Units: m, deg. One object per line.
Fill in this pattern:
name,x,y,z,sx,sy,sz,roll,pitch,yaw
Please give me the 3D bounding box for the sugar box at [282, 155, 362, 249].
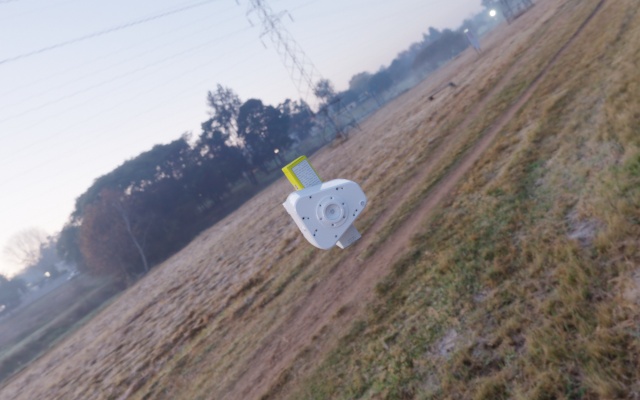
sugar box,0.000,0.003,0.862,0.048,0.176,0.093,-34,7,-6
